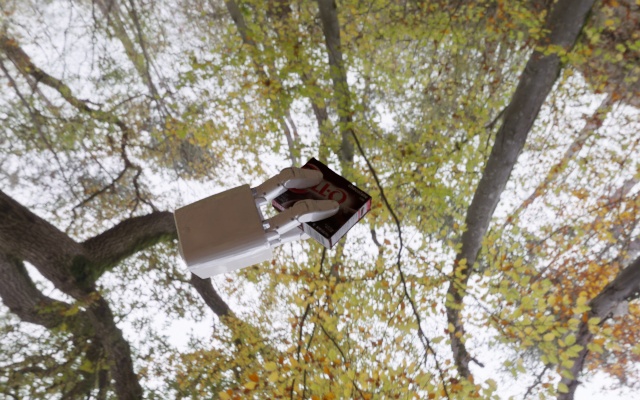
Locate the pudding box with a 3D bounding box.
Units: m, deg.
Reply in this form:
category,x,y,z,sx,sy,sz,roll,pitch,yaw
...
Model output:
category,x,y,z,sx,sy,sz,roll,pitch,yaw
pudding box,0.000,0.002,0.659,0.113,0.090,0.039,37,-24,22
